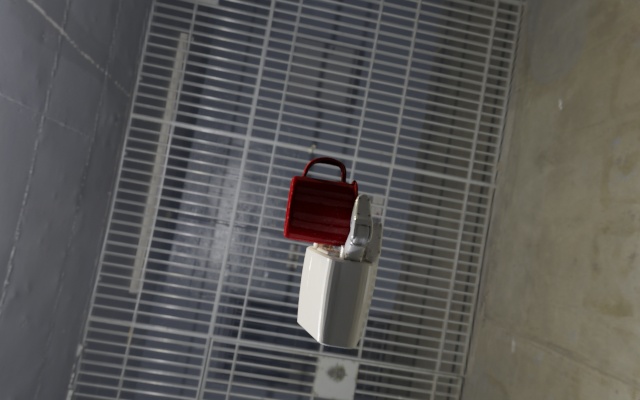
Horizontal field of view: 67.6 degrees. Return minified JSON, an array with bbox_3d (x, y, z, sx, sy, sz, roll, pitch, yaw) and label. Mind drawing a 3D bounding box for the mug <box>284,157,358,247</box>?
[{"bbox_3d":[0.000,0.001,0.611,0.081,0.117,0.093,9,-2,-5],"label":"mug"}]
